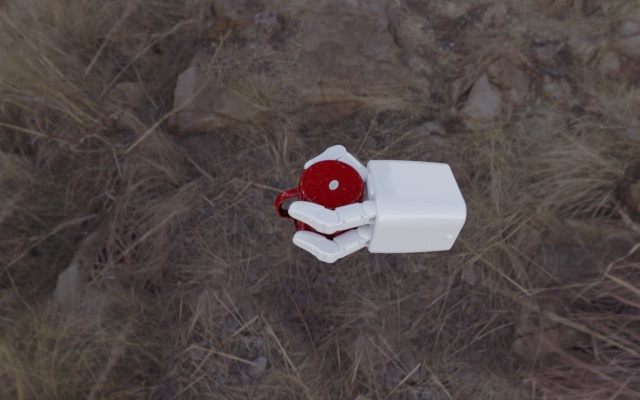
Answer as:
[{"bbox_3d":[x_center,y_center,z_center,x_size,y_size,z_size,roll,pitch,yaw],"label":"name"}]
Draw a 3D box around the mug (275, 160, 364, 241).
[{"bbox_3d":[-0.001,0.002,0.613,0.117,0.093,0.082,0,-36,-3],"label":"mug"}]
